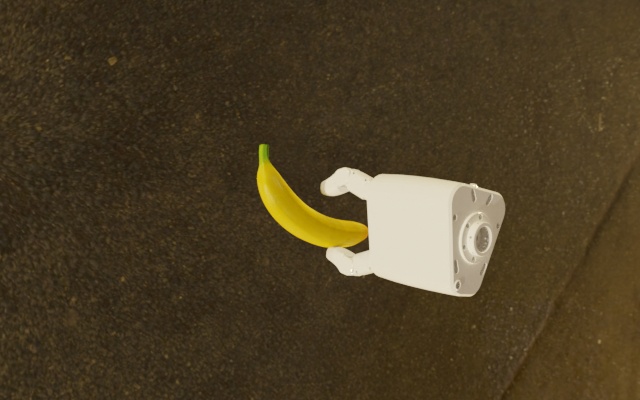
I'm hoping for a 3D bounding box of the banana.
[{"bbox_3d":[-0.011,0.016,0.578,0.198,0.069,0.037,40,-19,-33],"label":"banana"}]
